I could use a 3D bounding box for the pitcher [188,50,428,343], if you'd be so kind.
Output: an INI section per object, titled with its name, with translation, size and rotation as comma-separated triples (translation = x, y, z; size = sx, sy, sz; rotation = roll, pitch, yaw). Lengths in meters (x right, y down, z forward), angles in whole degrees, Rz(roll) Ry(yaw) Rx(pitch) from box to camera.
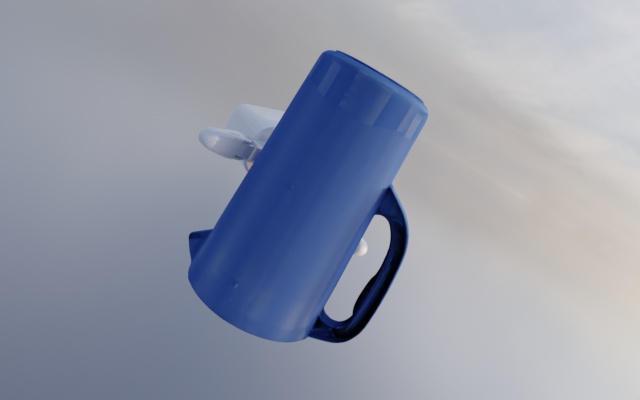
[pitcher]
translation = 0.000, 0.001, 0.435
size = 0.149, 0.243, 0.145
rotation = 23, 15, -34
